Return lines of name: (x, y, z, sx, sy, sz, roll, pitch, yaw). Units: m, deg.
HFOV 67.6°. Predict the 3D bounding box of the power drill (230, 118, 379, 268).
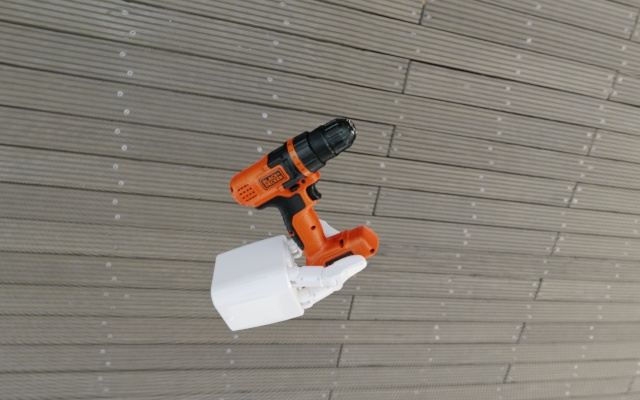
power drill: (0.000, 0.003, 0.633, 0.184, 0.188, 0.057, -27, 20, 20)
